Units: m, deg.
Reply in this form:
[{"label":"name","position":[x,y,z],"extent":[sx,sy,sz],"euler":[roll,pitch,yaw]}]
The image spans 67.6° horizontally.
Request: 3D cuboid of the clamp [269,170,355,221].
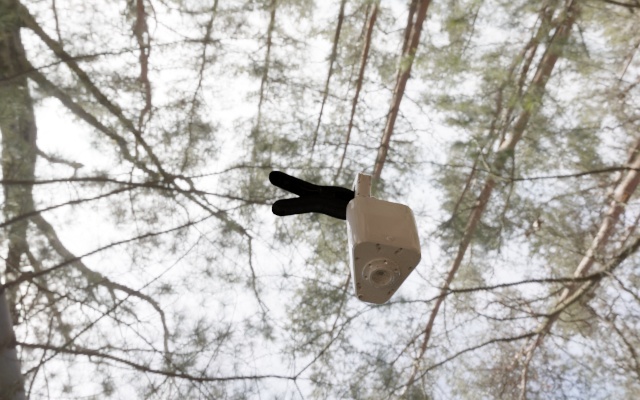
[{"label":"clamp","position":[0.000,0.003,0.719],"extent":[0.171,0.039,0.120],"euler":[11,32,-4]}]
